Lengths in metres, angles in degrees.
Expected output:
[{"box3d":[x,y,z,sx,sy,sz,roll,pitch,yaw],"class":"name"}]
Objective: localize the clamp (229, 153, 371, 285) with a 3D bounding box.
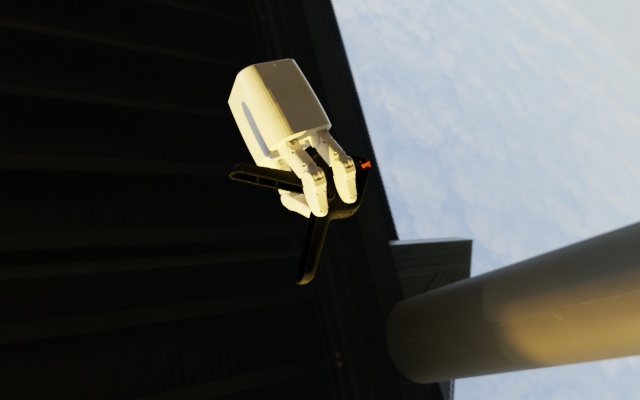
[{"box3d":[0.000,0.002,0.627,0.210,0.164,0.036,-24,-2,-40],"class":"clamp"}]
